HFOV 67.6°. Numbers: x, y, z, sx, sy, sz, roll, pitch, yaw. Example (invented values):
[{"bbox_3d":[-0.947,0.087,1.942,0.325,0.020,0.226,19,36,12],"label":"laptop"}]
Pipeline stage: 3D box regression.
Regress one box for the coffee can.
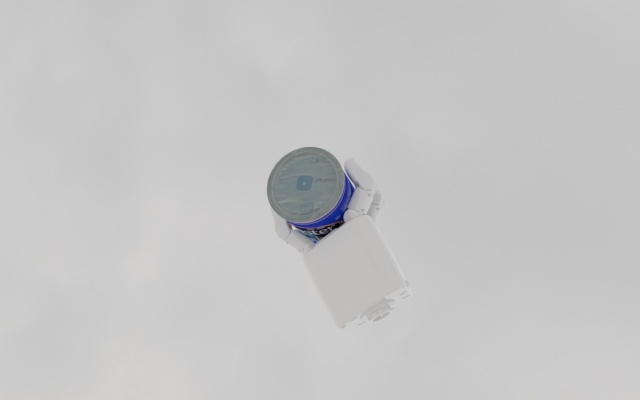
[{"bbox_3d":[0.000,0.002,0.660,0.103,0.102,0.140,0,-20,19],"label":"coffee can"}]
